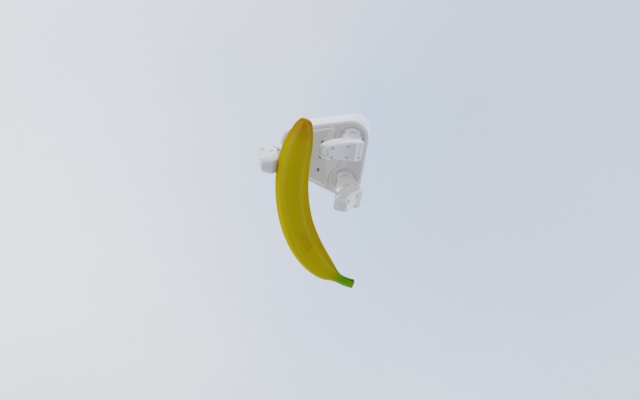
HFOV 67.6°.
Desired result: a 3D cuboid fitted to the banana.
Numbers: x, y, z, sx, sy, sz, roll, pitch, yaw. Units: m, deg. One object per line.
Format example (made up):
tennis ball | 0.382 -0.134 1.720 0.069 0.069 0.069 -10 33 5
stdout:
banana | -0.017 0.009 0.537 0.069 0.198 0.037 -13 14 14
